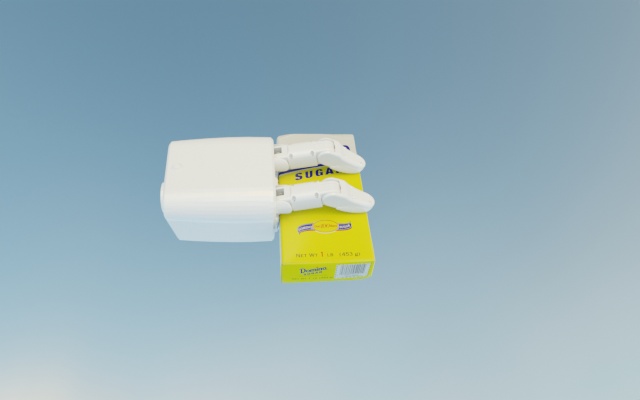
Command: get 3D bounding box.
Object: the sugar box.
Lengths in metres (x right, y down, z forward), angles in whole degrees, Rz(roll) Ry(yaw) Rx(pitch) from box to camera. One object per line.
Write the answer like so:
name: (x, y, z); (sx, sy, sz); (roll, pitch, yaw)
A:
sugar box: (0.000, 0.001, 0.519); (0.093, 0.176, 0.048); (-1, -36, -7)
